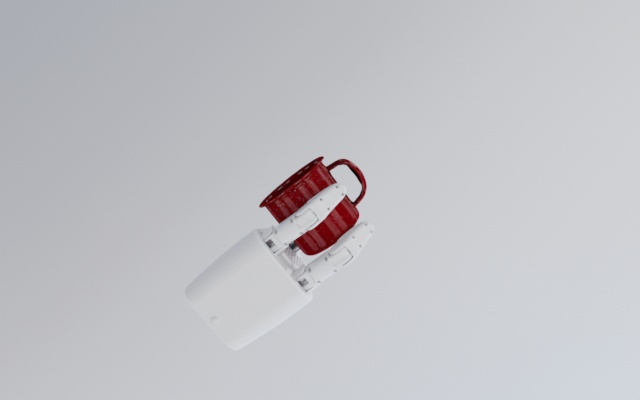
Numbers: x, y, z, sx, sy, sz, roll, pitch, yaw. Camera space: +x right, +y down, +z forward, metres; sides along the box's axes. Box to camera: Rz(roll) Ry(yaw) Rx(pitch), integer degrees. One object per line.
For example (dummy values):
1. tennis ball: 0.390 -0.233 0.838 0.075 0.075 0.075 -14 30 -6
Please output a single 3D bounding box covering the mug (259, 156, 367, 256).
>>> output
1. mug: 0.001 0.001 0.547 0.117 0.081 0.093 -37 10 8
